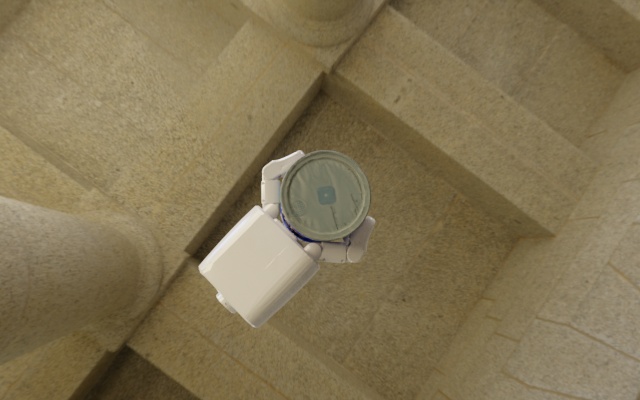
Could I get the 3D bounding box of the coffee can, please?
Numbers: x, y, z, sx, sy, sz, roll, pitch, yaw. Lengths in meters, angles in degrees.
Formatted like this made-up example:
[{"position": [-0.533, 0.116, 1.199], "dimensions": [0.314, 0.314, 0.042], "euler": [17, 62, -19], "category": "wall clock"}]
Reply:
[{"position": [0.000, 0.002, 0.600], "dimensions": [0.103, 0.103, 0.140], "euler": [0, -7, -5], "category": "coffee can"}]
